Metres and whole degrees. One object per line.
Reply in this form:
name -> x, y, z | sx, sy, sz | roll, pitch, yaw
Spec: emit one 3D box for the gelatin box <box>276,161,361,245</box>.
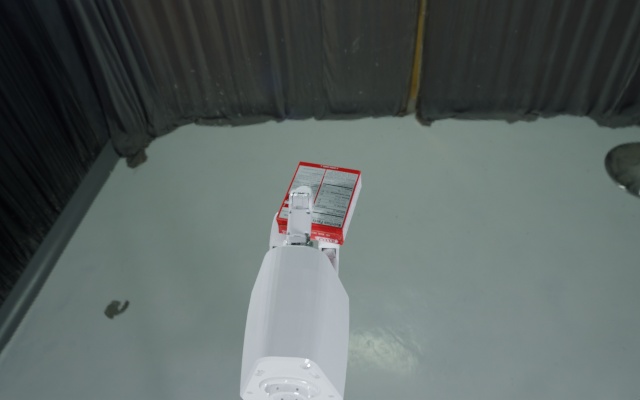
gelatin box -> 0.000, 0.001, 0.523 | 0.073, 0.089, 0.030 | 9, -38, 14
